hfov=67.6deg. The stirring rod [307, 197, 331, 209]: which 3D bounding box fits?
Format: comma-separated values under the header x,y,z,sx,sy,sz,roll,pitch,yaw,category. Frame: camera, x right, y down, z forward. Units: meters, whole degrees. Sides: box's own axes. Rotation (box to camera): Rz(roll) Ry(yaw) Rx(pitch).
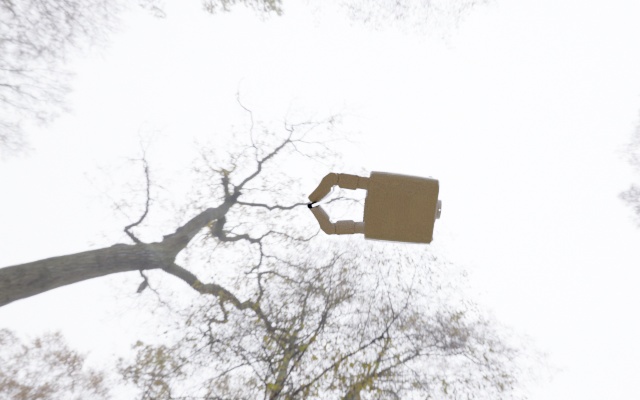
x,y,z,sx,sy,sz,roll,pitch,yaw,category
0.000,0.003,0.795,0.011,0.011,0.239,0,3,7,stirring rod
